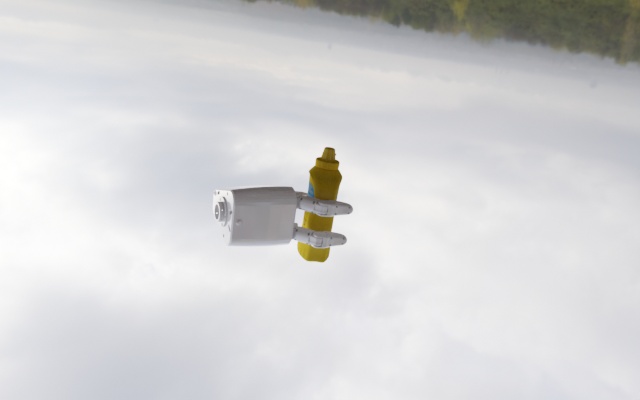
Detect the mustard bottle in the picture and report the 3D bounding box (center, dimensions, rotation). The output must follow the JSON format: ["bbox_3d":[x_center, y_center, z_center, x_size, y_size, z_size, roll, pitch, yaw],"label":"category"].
[{"bbox_3d":[0.000,0.003,0.822,0.058,0.192,0.096,7,18,-7],"label":"mustard bottle"}]
